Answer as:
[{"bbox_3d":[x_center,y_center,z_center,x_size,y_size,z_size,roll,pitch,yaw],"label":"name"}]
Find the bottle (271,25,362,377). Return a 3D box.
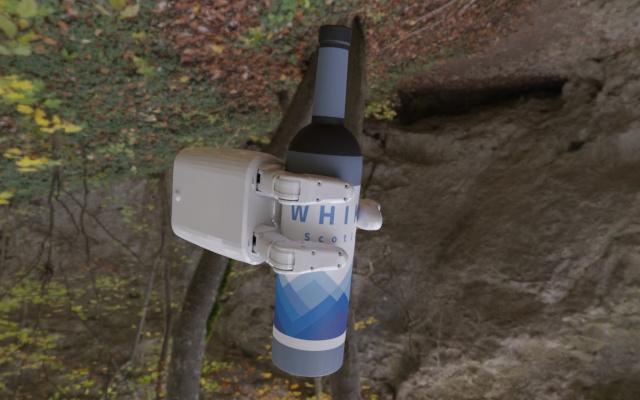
[{"bbox_3d":[0.000,0.002,0.420,0.069,0.296,0.069,5,9,-1],"label":"bottle"}]
